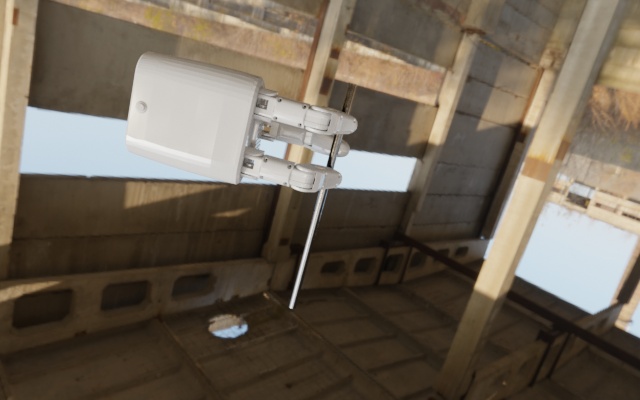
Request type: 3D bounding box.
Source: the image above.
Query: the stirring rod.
[{"bbox_3d":[0.000,0.001,0.482,0.011,0.239,0.011,14,14,-4],"label":"stirring rod"}]
